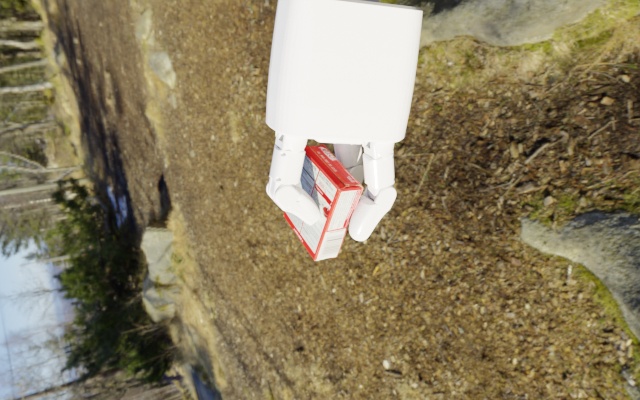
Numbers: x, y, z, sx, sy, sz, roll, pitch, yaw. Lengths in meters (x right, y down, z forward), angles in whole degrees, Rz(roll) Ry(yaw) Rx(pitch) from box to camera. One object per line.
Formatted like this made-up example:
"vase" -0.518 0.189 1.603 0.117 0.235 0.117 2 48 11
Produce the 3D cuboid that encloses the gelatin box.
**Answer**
"gelatin box" 0.000 0.002 0.466 0.030 0.089 0.073 -6 39 -33
